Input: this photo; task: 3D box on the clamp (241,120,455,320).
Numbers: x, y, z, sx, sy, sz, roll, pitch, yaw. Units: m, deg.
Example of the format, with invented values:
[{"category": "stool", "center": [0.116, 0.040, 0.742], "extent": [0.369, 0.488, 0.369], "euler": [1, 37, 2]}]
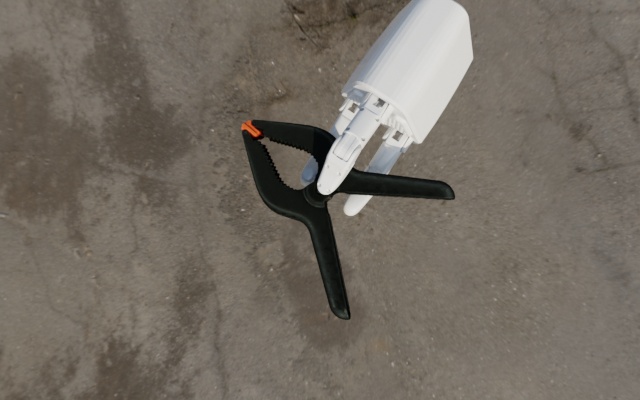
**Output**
[{"category": "clamp", "center": [0.000, 0.001, 0.466], "extent": [0.210, 0.164, 0.036], "euler": [34, -1, 6]}]
